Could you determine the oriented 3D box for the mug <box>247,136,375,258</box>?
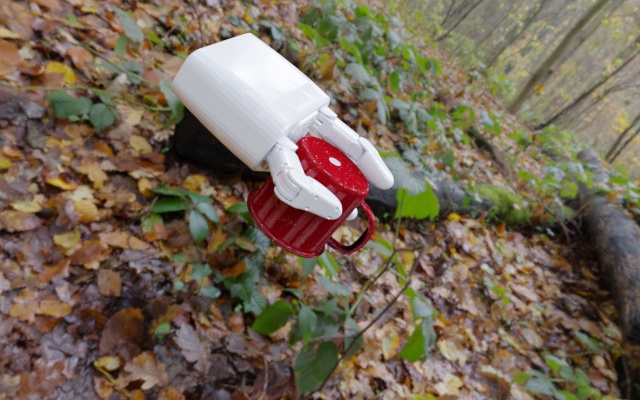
[{"bbox_3d":[0.001,0.002,0.451,0.117,0.081,0.093,41,23,1],"label":"mug"}]
